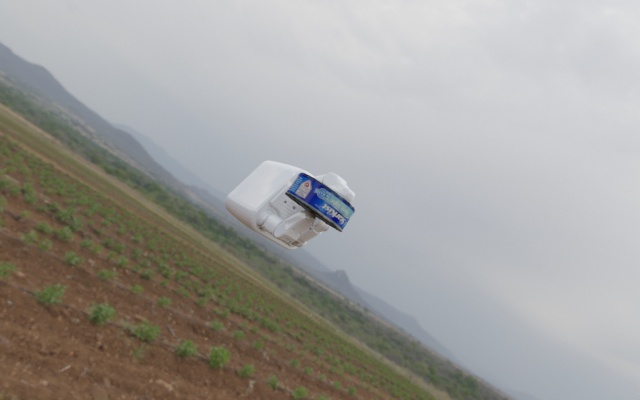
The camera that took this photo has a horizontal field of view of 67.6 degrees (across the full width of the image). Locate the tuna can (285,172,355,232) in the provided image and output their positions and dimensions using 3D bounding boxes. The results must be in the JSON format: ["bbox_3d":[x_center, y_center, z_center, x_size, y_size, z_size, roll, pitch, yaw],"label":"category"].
[{"bbox_3d":[0.000,0.001,0.593,0.086,0.034,0.086,34,-5,3],"label":"tuna can"}]
